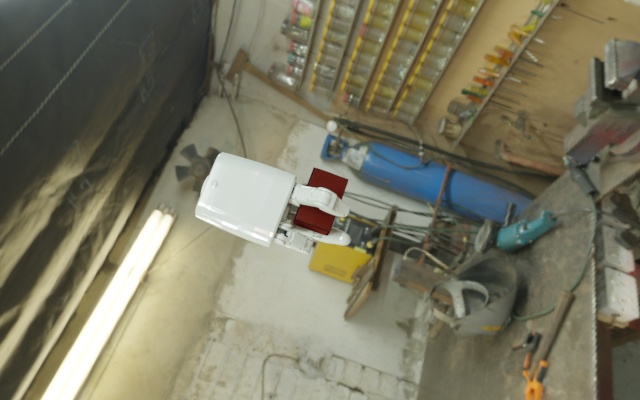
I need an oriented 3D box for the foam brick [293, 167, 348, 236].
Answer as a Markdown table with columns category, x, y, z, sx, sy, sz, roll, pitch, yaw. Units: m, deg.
| category | x | y | z | sx | sy | sz | roll | pitch | yaw |
| --- | --- | --- | --- | --- | --- | --- | --- | --- | --- |
| foam brick | 0.000 | 0.002 | 0.648 | 0.051 | 0.078 | 0.053 | 20 | -11 | 1 |
